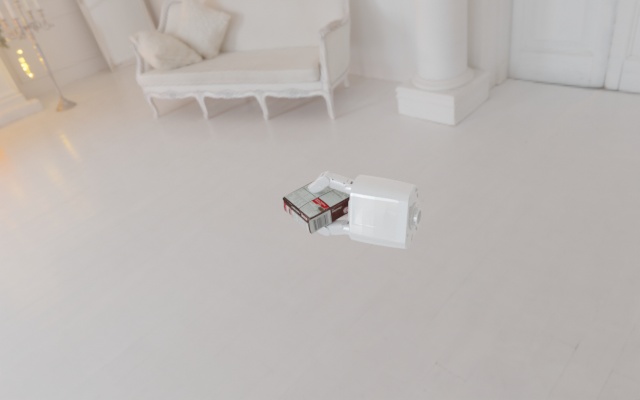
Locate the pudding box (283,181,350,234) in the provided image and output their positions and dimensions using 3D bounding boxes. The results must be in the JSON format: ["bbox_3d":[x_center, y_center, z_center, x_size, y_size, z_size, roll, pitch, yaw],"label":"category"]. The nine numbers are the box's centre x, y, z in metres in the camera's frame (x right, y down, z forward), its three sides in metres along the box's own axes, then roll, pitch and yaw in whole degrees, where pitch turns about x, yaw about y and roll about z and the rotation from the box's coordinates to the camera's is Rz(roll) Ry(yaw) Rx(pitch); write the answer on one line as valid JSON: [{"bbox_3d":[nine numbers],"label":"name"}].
[{"bbox_3d":[0.000,0.003,0.891,0.113,0.039,0.090,-27,42,-25],"label":"pudding box"}]
